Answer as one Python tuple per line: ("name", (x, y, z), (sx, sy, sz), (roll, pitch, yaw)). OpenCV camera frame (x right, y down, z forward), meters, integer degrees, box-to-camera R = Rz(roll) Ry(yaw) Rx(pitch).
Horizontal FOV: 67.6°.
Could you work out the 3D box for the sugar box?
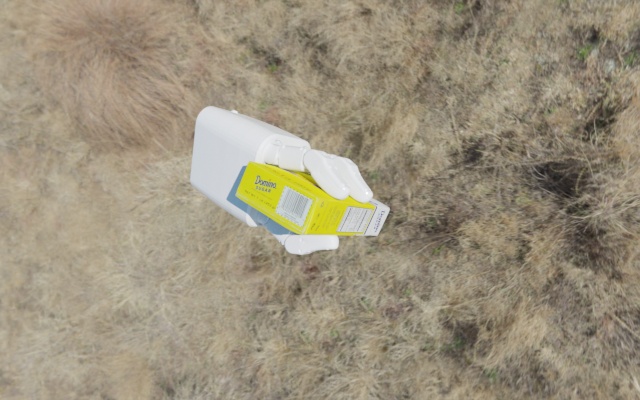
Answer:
("sugar box", (0.000, 0.001, 0.530), (0.093, 0.048, 0.176), (29, 13, 28))
